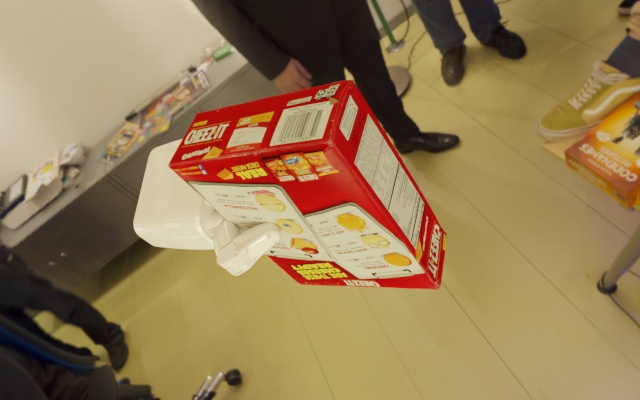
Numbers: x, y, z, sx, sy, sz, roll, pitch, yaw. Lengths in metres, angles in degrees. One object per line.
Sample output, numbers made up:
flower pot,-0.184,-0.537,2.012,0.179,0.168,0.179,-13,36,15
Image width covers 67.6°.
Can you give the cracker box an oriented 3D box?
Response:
cracker box,0.000,0.001,0.431,0.164,0.072,0.214,-4,-37,34
